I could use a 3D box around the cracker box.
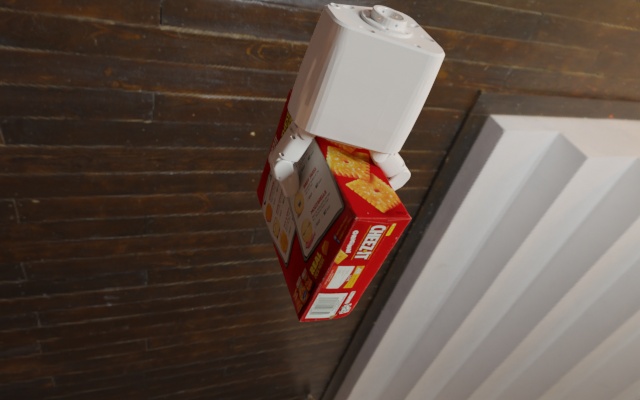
[{"bbox_3d":[0.000,0.002,0.546,0.072,0.164,0.213,2,42,-27],"label":"cracker box"}]
